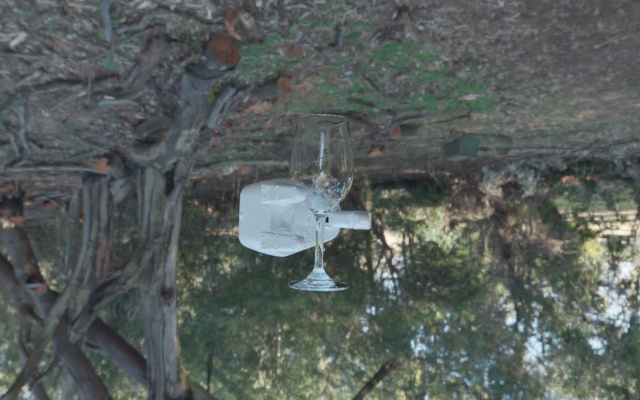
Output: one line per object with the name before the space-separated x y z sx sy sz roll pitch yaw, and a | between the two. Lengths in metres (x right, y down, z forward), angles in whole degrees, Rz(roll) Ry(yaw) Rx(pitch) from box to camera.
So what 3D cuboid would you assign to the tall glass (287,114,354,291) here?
tall glass | 0.000 0.003 0.571 0.079 0.201 0.079 2 -2 0
